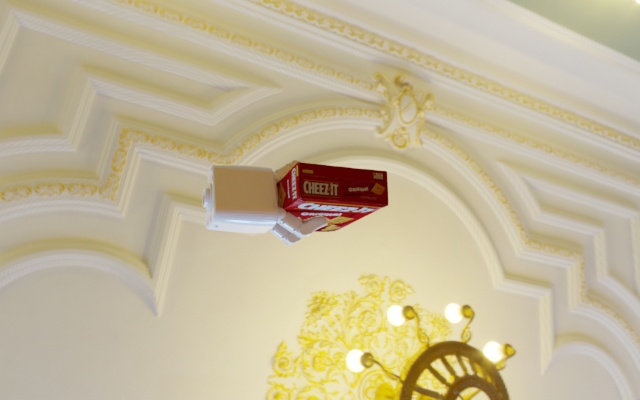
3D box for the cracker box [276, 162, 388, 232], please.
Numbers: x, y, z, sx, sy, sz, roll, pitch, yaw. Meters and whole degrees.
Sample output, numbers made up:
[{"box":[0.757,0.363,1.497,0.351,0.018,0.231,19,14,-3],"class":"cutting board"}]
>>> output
[{"box":[0.000,0.003,0.868,0.164,0.072,0.214,4,-16,-22],"class":"cracker box"}]
